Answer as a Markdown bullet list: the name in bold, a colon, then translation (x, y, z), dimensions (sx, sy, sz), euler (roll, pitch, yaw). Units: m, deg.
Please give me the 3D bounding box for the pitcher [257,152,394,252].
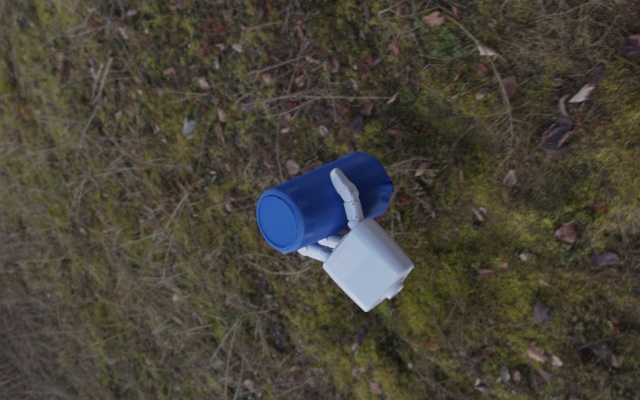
- **pitcher**: translation (0.000, 0.003, 0.849), dimensions (0.243, 0.145, 0.149), euler (-22, -27, -45)
